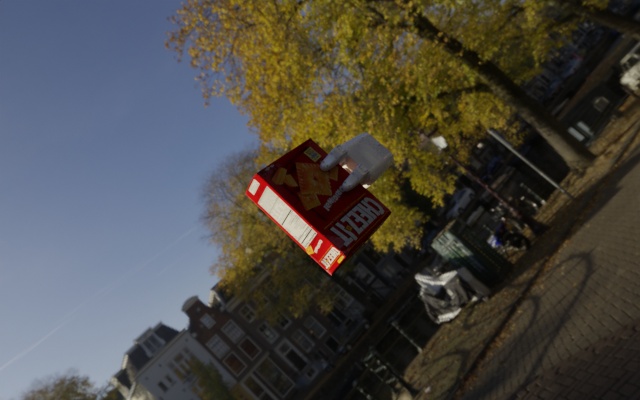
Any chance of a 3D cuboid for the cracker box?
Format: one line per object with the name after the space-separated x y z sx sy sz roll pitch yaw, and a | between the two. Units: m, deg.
0.000 0.003 0.863 0.164 0.213 0.072 -39 -13 -44 | cracker box
